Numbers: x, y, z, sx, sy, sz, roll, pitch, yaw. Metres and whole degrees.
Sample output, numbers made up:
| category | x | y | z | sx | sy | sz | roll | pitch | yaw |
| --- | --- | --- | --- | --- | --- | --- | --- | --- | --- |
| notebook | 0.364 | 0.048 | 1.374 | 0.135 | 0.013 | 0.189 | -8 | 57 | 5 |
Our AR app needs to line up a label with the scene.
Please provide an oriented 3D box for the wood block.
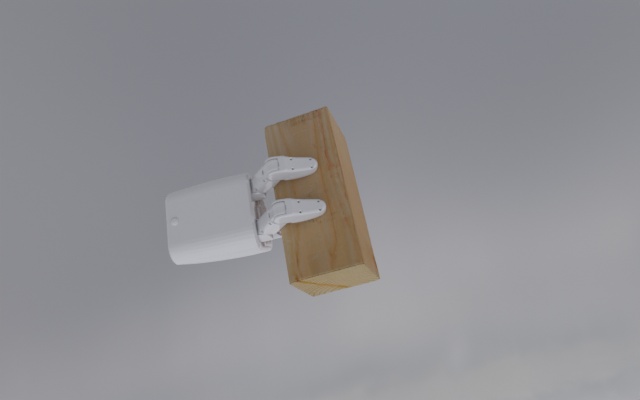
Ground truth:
| category | x | y | z | sx | sy | sz | roll | pitch | yaw |
| --- | --- | --- | --- | --- | --- | --- | --- | --- | --- |
| wood block | 0.000 | 0.002 | 0.594 | 0.090 | 0.206 | 0.091 | -17 | -24 | 12 |
